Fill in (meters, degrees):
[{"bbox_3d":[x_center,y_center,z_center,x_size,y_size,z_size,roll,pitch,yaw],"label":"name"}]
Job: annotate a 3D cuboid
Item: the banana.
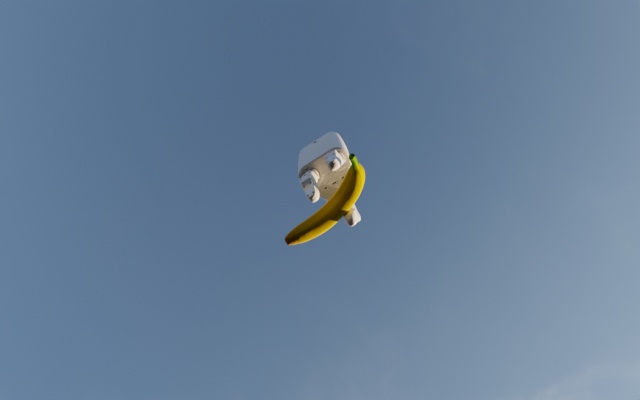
[{"bbox_3d":[0.017,0.007,0.798,0.070,0.198,0.037,24,24,-30],"label":"banana"}]
